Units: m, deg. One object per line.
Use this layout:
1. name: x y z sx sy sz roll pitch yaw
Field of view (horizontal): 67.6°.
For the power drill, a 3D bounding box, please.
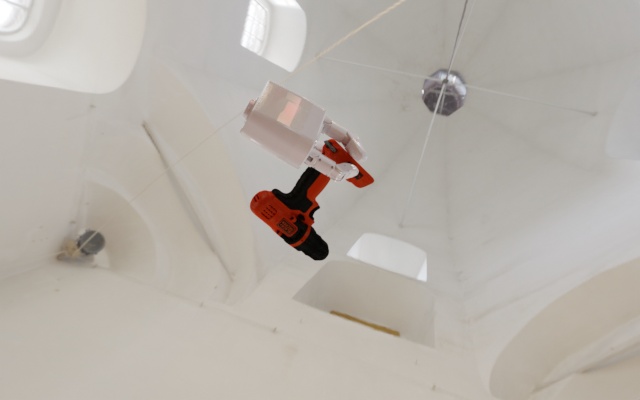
1. power drill: 0.000 0.002 0.821 0.184 0.187 0.057 42 5 -34
